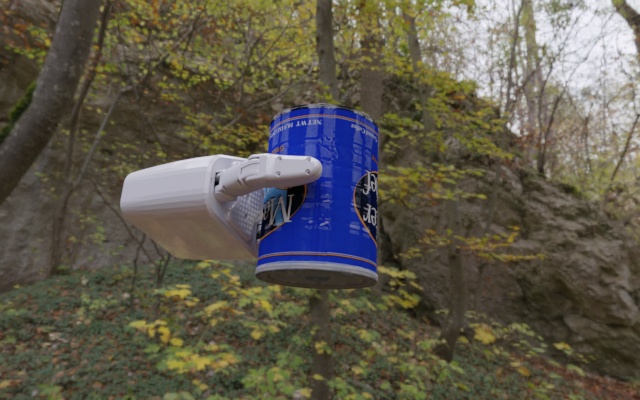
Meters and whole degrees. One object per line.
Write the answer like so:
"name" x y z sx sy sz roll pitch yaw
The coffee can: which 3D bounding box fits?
"coffee can" 0.000 0.001 0.422 0.103 0.140 0.103 3 -18 1
